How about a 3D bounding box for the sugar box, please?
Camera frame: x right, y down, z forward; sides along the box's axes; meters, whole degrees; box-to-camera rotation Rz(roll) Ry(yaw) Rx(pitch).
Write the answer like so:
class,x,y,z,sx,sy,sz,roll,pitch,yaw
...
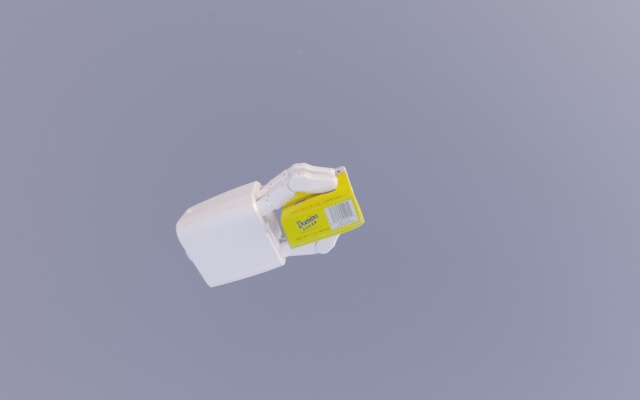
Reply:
class,x,y,z,sx,sy,sz,roll,pitch,yaw
sugar box,0.000,0.002,0.633,0.093,0.048,0.176,-19,17,3
